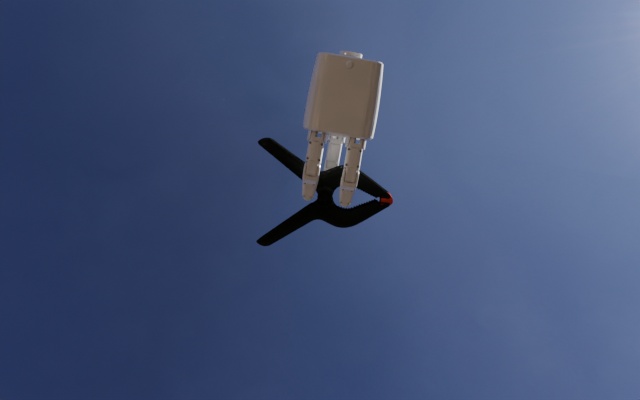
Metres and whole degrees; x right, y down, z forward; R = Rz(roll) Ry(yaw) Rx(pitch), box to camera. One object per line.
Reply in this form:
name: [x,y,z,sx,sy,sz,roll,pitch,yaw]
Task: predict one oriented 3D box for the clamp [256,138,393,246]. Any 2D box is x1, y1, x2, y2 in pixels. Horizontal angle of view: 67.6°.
clamp: [0.001,0.002,0.717,0.210,0.164,0.036,9,14,0]
